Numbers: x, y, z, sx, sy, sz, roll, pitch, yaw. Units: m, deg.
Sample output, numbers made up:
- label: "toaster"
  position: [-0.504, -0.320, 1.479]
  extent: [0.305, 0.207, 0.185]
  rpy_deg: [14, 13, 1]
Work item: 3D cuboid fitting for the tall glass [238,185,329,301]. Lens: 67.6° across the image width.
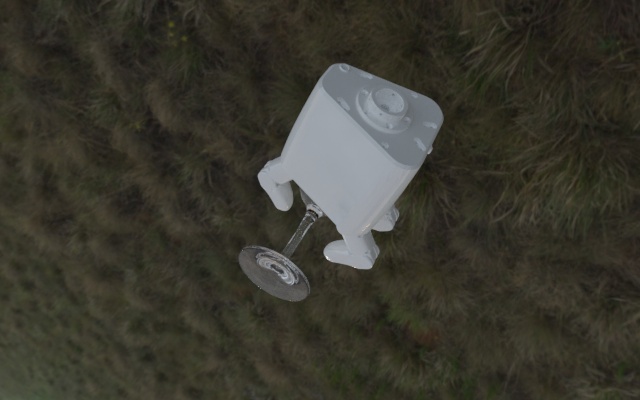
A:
- label: "tall glass"
  position: [0.000, 0.002, 0.495]
  extent: [0.079, 0.079, 0.201]
  rpy_deg: [0, 42, 36]
